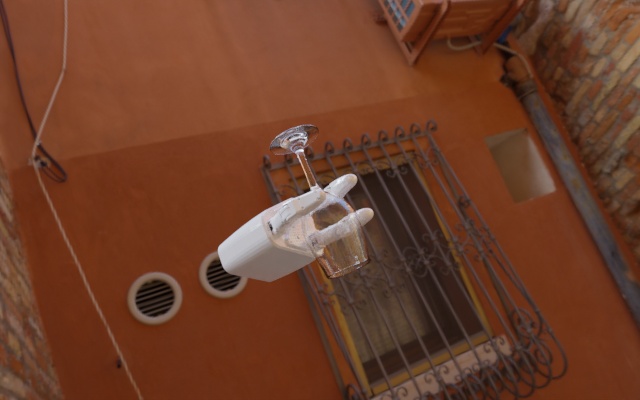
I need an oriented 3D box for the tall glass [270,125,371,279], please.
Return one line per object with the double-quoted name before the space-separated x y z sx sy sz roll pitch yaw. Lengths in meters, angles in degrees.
"tall glass" 0.000 0.001 0.646 0.079 0.201 0.079 -21 -16 -7
